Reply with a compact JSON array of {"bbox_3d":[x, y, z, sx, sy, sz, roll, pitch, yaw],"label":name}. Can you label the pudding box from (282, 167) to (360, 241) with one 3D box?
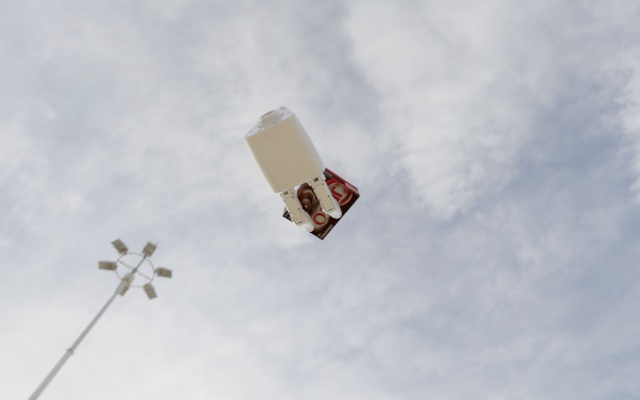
[{"bbox_3d":[0.000,0.003,0.839,0.090,0.113,0.039,32,23,-17],"label":"pudding box"}]
